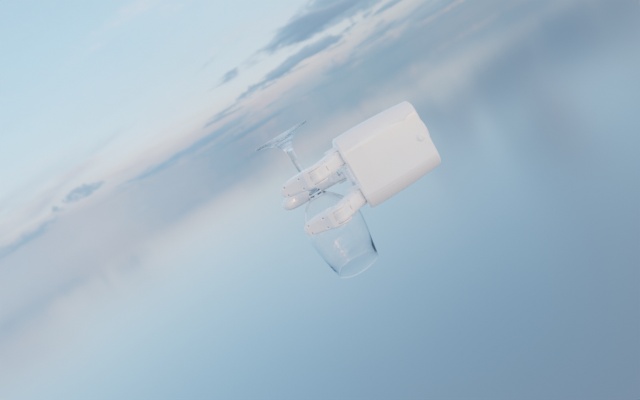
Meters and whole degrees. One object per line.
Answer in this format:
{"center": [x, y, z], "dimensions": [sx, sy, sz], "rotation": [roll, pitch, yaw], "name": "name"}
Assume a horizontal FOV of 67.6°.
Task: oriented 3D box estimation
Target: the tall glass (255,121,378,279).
{"center": [0.000, 0.002, 0.618], "dimensions": [0.079, 0.201, 0.079], "rotation": [-30, 10, 6], "name": "tall glass"}
